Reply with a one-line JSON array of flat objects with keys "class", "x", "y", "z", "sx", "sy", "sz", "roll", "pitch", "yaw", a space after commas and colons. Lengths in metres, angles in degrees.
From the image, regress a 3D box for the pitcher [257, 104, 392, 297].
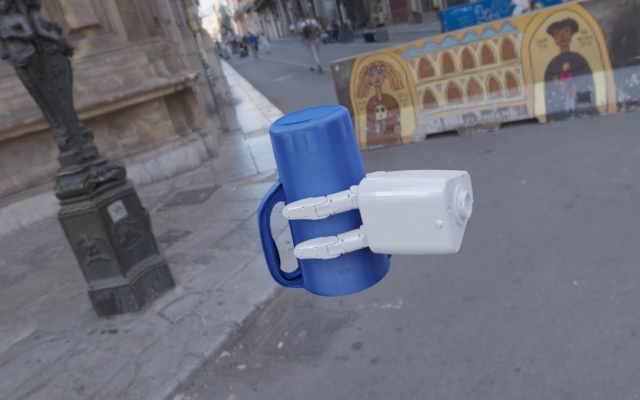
[{"class": "pitcher", "x": 0.000, "y": 0.002, "z": 0.655, "sx": 0.145, "sy": 0.243, "sz": 0.149, "roll": -1, "pitch": 24, "yaw": 33}]
